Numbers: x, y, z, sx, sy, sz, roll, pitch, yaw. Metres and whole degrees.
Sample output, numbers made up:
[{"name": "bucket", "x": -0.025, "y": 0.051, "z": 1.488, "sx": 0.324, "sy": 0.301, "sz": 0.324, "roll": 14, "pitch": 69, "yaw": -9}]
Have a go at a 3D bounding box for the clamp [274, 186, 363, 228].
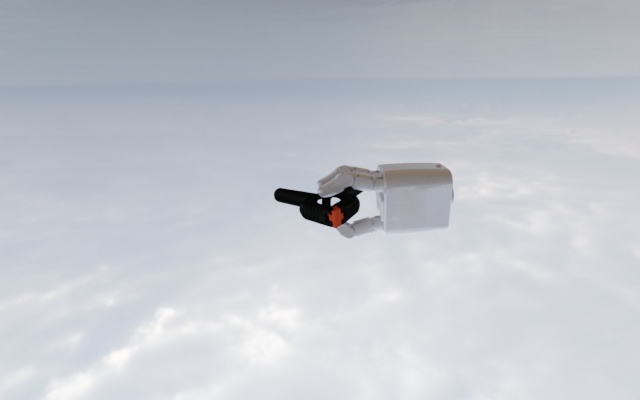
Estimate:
[{"name": "clamp", "x": 0.000, "y": 0.003, "z": 0.776, "sx": 0.164, "sy": 0.036, "sz": 0.210, "roll": -6, "pitch": 14, "yaw": 1}]
